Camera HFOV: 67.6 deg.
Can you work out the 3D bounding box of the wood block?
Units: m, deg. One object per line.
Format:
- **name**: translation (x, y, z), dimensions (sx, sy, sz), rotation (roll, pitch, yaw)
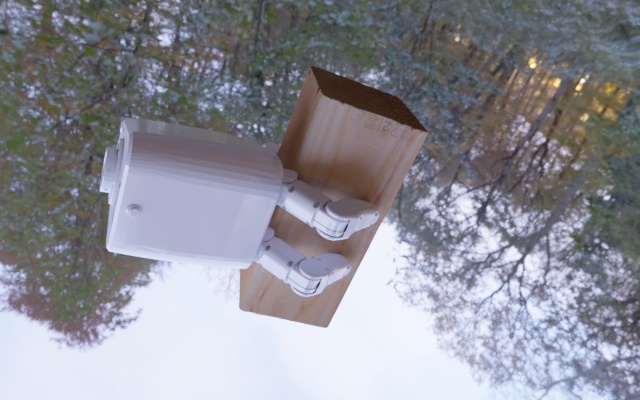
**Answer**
- **wood block**: translation (0.000, 0.001, 0.428), dimensions (0.090, 0.206, 0.090), rotation (16, 27, -16)
